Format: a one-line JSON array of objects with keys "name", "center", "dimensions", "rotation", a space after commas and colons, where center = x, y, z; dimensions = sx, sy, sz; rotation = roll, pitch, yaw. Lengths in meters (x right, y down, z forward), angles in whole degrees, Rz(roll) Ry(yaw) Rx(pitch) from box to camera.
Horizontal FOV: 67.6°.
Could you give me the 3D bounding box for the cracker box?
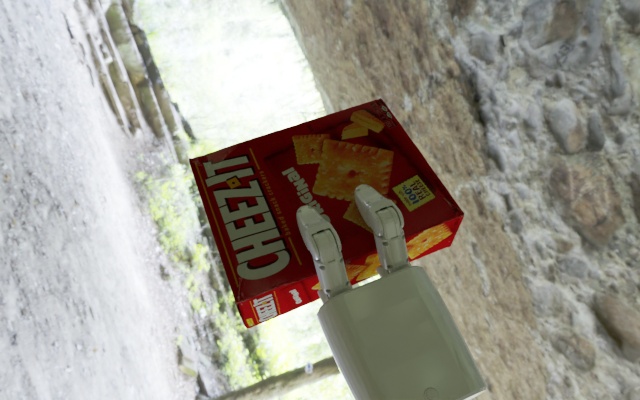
[{"name": "cracker box", "center": [0.000, 0.002, 0.463], "dimensions": [0.213, 0.164, 0.072], "rotation": [-19, -32, -12]}]
